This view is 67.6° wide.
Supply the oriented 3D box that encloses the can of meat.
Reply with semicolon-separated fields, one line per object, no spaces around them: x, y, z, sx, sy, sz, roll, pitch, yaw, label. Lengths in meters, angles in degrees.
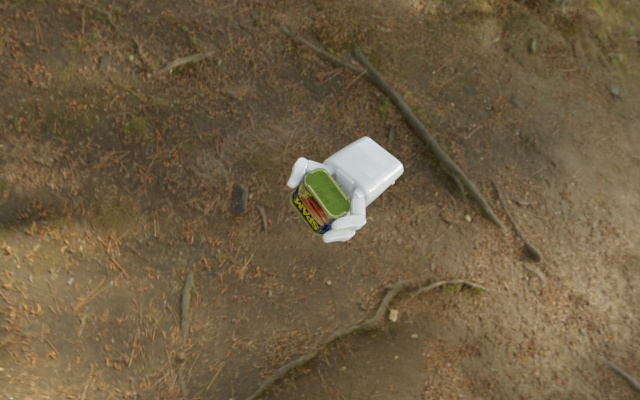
0.000;0.003;0.853;0.057;0.102;0.084;-32;-10;-30;can of meat
